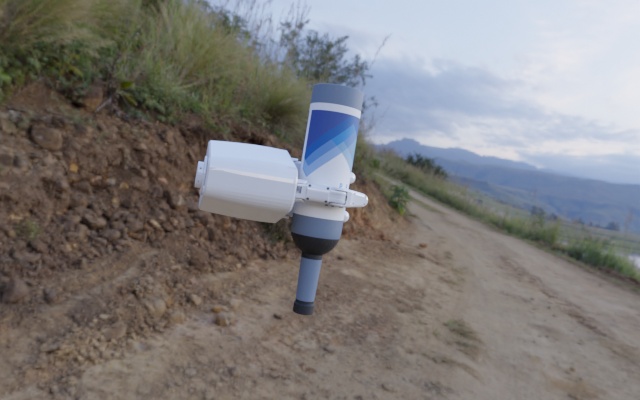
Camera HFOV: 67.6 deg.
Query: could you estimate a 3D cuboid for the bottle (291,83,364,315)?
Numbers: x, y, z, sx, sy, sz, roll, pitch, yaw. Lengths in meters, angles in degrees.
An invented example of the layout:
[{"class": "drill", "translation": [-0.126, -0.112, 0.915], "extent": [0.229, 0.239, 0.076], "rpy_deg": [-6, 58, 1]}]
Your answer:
[{"class": "bottle", "translation": [0.000, 0.002, 0.623], "extent": [0.069, 0.296, 0.069], "rpy_deg": [9, 2, 0]}]
